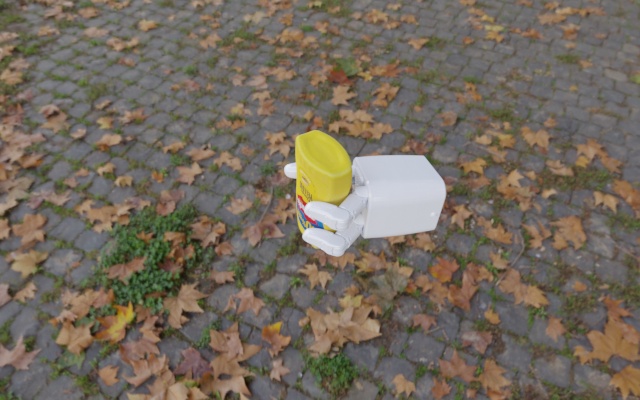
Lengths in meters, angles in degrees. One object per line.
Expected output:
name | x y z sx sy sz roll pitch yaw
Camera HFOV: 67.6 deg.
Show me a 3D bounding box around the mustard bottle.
mustard bottle | 0.000 0.002 0.673 0.058 0.192 0.096 -23 52 -23
